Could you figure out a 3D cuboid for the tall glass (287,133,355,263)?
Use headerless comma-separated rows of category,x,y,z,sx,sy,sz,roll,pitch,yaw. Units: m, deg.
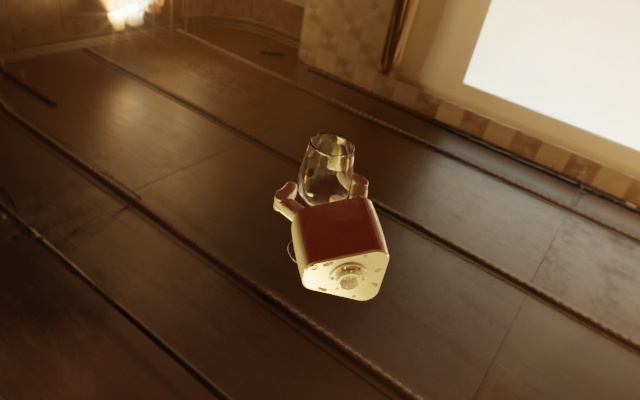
tall glass,0.000,0.003,0.707,0.079,0.201,0.079,8,36,-5
